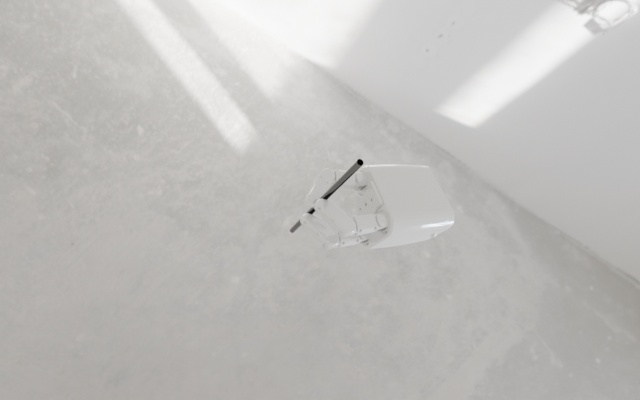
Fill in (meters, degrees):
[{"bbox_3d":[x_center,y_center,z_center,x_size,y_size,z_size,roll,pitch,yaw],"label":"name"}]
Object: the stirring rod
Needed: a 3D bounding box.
[{"bbox_3d":[0.000,0.002,0.618,0.011,0.011,0.240,0,-21,-22],"label":"stirring rod"}]
